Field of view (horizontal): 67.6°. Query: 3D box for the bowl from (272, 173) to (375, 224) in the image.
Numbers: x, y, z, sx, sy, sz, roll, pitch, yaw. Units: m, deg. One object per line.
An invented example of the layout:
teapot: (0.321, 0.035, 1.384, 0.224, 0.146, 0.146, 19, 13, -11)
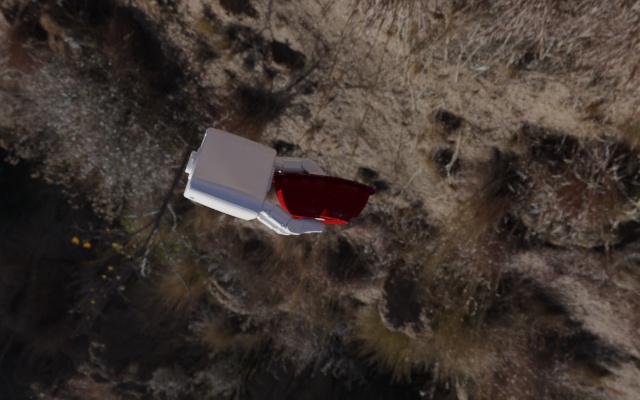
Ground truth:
bowl: (0.001, 0.003, 0.728, 0.162, 0.055, 0.162, 7, -8, 1)
